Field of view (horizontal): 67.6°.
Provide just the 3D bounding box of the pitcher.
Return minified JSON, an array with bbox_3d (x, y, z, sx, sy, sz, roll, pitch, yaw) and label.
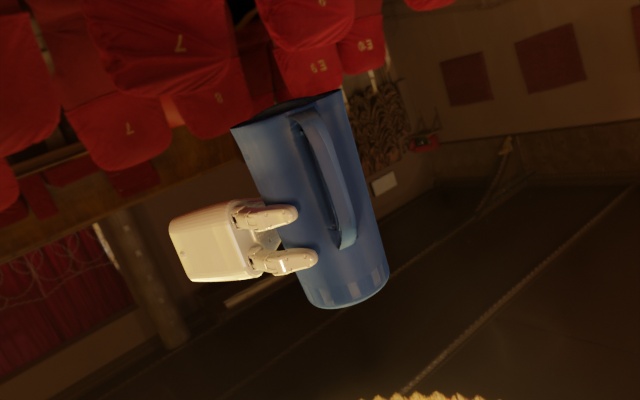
[{"bbox_3d":[0.000,0.002,0.556,0.145,0.243,0.149,-12,16,30],"label":"pitcher"}]
